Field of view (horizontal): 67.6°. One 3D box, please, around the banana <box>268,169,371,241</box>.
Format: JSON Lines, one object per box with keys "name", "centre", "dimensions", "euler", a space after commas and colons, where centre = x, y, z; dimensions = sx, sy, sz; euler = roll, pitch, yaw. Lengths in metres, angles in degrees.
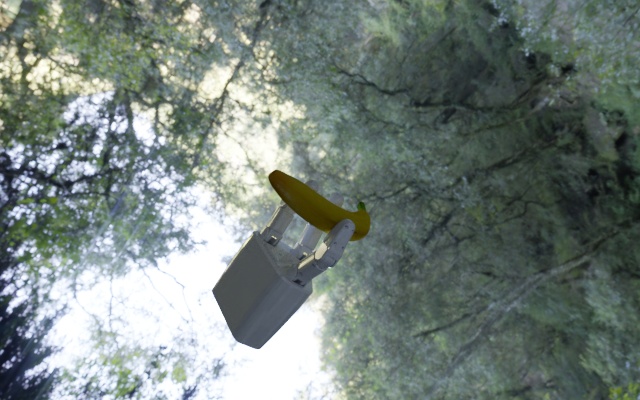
{"name": "banana", "centre": [0.012, 0.015, 0.586], "dimensions": [0.198, 0.037, 0.069], "euler": [22, 25, -53]}
